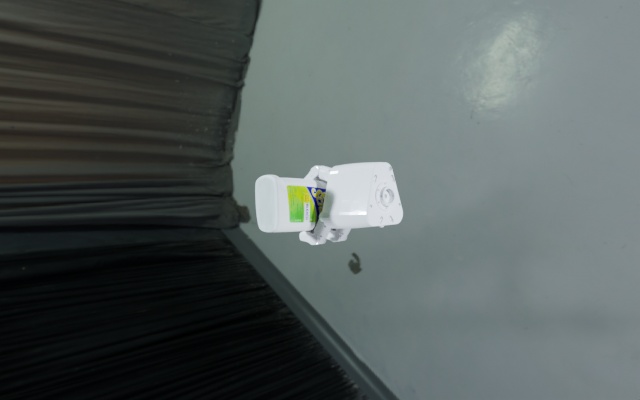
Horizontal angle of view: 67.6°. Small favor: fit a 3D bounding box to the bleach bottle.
[{"bbox_3d":[0.000,0.003,0.896,0.251,0.102,0.068,-3,0,-41],"label":"bleach bottle"}]
